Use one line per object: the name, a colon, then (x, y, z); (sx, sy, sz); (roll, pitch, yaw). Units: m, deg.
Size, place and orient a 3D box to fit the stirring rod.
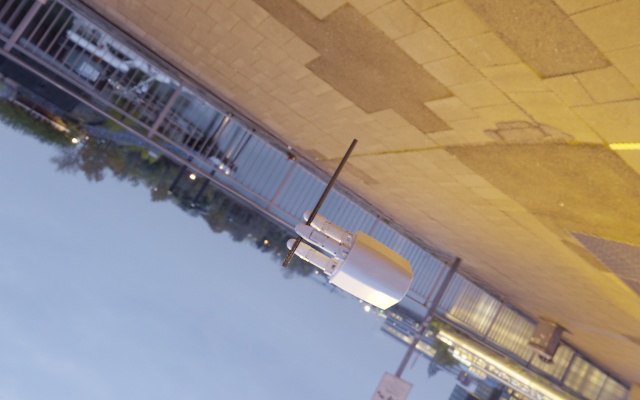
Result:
stirring rod: (0.000, 0.003, 0.781); (0.011, 0.239, 0.011); (29, -7, 4)
